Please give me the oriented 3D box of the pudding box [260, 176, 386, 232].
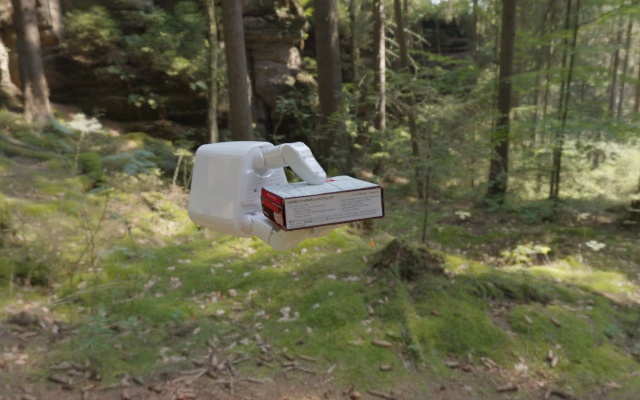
[{"bbox_3d":[0.000,0.002,0.516,0.113,0.039,0.090,-9,13,-19],"label":"pudding box"}]
